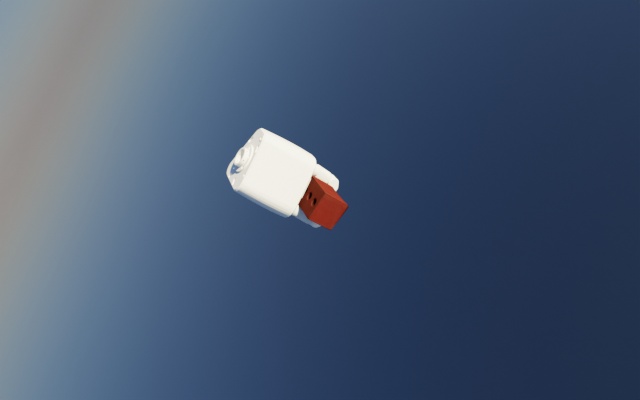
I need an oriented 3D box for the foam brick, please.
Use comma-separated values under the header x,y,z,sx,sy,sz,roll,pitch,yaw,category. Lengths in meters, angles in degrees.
x,y,z,sx,sy,sz,roll,pitch,yaw,category
0.000,0.003,0.794,0.051,0.053,0.078,28,13,-32,foam brick
